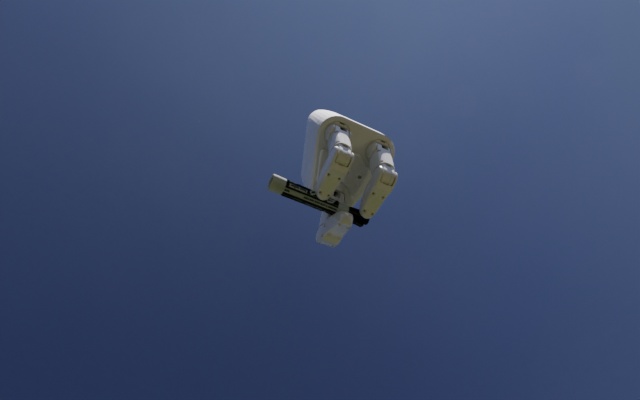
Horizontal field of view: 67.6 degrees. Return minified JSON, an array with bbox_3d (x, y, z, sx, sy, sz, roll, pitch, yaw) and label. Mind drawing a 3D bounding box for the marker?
[{"bbox_3d":[0.000,0.002,0.527,0.121,0.020,0.020,22,-7,-17],"label":"marker"}]
